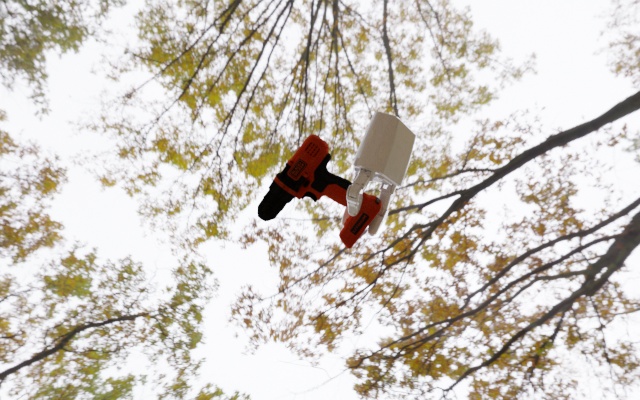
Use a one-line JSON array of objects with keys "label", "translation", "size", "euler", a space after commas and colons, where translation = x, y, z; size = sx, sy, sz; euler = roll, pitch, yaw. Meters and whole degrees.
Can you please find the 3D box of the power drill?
[{"label": "power drill", "translation": [0.001, 0.003, 0.863], "size": [0.187, 0.184, 0.057], "euler": [37, 10, -2]}]
